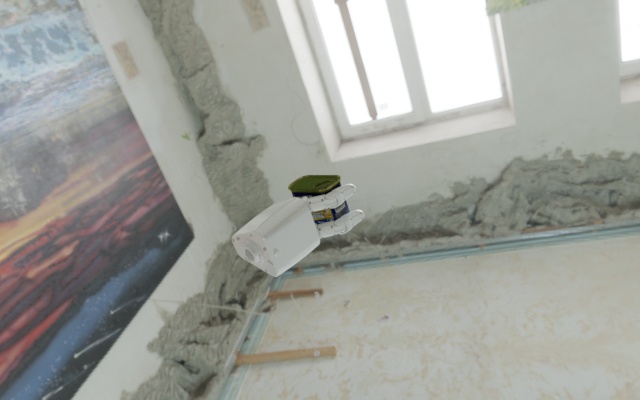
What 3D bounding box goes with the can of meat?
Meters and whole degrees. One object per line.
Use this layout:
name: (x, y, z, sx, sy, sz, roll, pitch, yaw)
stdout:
can of meat: (0.000, 0.003, 0.874, 0.102, 0.084, 0.057, 3, 31, 41)
